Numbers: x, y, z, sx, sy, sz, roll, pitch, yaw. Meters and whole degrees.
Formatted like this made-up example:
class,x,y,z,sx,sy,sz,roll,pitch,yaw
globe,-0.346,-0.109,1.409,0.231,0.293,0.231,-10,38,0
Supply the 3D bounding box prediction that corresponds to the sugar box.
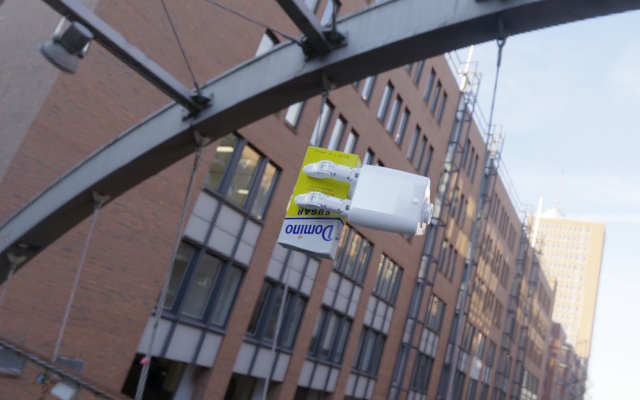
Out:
class,x,y,z,sx,sy,sz,roll,pitch,yaw
sugar box,0.000,0.002,0.796,0.093,0.176,0.048,12,-18,17
